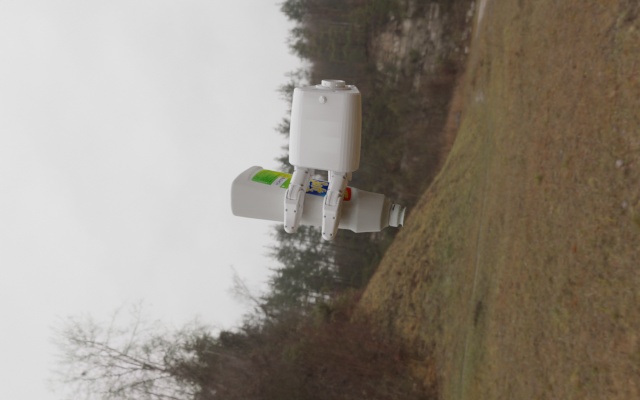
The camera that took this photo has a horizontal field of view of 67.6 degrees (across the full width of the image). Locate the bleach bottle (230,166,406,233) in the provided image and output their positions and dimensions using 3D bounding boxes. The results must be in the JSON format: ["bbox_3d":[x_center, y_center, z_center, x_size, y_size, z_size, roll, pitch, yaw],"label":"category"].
[{"bbox_3d":[0.000,0.002,0.704,0.251,0.068,0.102,8,21,15],"label":"bleach bottle"}]
